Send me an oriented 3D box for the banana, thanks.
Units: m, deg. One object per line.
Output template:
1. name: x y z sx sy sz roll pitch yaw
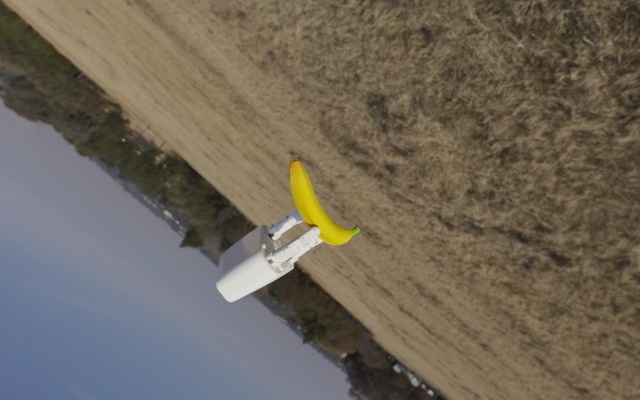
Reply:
1. banana: -0.003 0.019 0.815 0.037 0.069 0.198 -12 -47 36
